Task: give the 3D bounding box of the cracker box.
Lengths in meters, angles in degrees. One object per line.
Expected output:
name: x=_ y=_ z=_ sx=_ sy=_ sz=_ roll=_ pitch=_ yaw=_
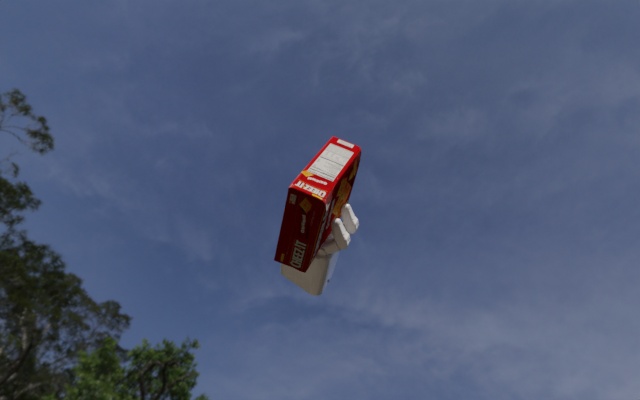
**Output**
cracker box: x=0.000 y=0.003 z=0.876 sx=0.072 sy=0.164 sz=0.213 roll=21 pitch=36 yaw=10
